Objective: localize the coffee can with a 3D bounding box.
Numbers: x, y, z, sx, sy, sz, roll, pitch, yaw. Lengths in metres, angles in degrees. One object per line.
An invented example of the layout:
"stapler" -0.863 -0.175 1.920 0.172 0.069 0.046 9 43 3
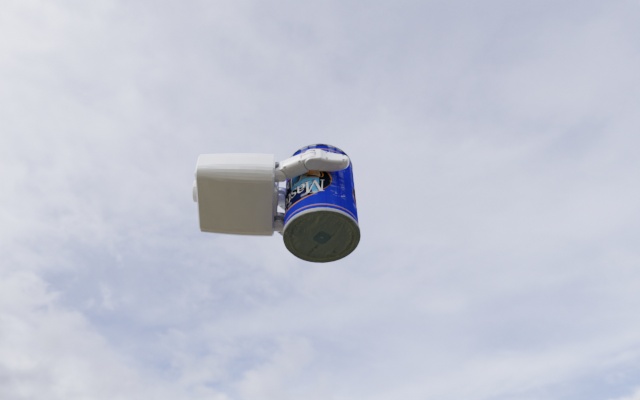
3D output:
"coffee can" 0.000 0.002 0.676 0.103 0.103 0.140 0 43 -2
